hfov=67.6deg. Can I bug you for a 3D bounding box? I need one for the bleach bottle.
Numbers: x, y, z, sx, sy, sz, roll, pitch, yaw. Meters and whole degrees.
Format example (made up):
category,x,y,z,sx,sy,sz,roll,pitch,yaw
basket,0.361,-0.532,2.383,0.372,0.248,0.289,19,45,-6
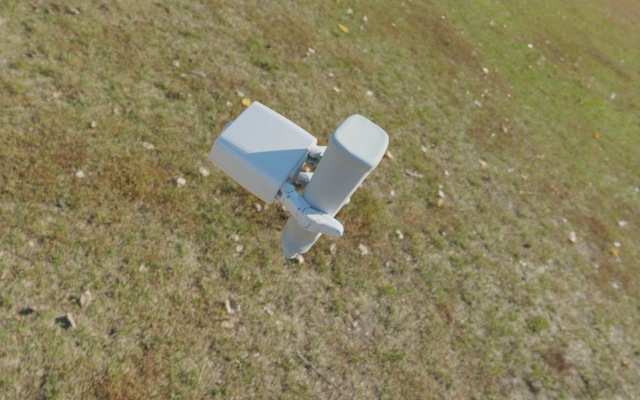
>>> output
category,x,y,z,sx,sy,sz,roll,pitch,yaw
bleach bottle,0.000,0.002,0.671,0.068,0.251,0.102,34,38,1
